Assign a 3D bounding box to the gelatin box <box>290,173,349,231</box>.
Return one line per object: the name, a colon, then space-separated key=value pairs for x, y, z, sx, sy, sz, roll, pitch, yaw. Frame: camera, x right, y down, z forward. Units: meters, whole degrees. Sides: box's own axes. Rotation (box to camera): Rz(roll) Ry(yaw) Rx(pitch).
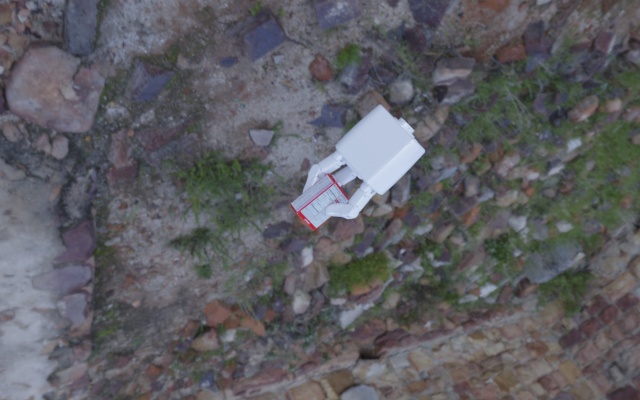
gelatin box: x=0.000 y=0.003 z=0.845 sx=0.030 sy=0.089 sz=0.073 roll=51 pitch=1 yaw=36
